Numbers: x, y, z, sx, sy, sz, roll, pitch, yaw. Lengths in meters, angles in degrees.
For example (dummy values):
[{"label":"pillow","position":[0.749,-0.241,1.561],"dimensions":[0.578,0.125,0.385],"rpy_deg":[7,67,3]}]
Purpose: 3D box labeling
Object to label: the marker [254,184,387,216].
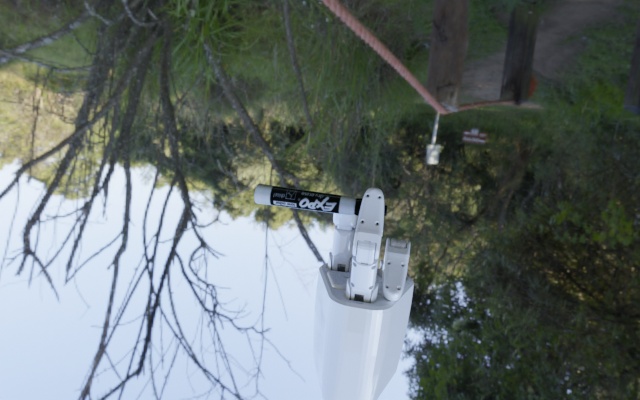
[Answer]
[{"label":"marker","position":[0.000,0.001,0.435],"dimensions":[0.121,0.020,0.020],"rpy_deg":[8,1,9]}]
